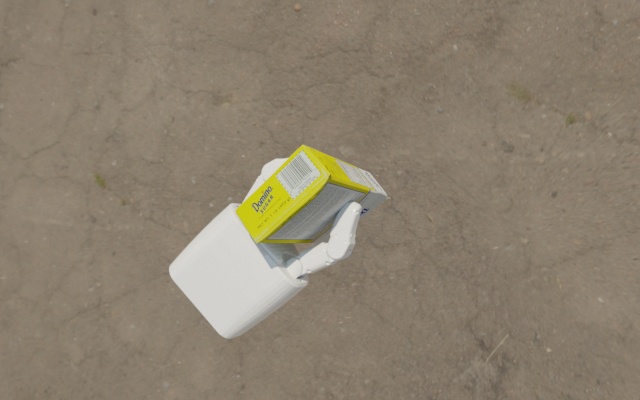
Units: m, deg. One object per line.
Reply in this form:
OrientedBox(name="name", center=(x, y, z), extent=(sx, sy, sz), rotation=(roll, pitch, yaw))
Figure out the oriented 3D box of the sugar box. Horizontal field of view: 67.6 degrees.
OrientedBox(name="sugar box", center=(0.000, 0.001, 0.495), extent=(0.093, 0.048, 0.176), rotation=(-41, -17, 15))
